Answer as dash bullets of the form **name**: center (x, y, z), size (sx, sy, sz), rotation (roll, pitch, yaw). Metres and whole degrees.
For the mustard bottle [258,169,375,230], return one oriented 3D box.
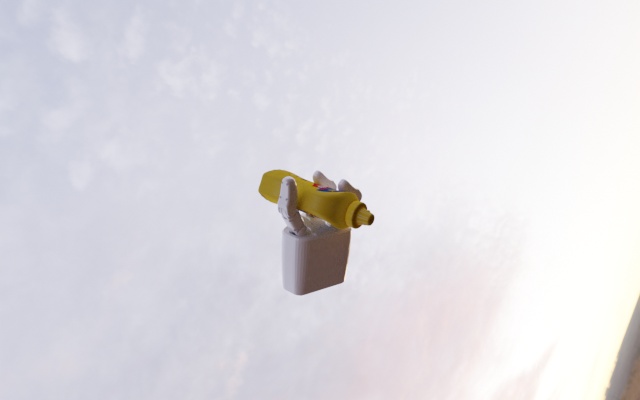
- **mustard bottle**: center (0.000, 0.002, 0.741), size (0.191, 0.058, 0.096), rotation (20, 3, 35)
